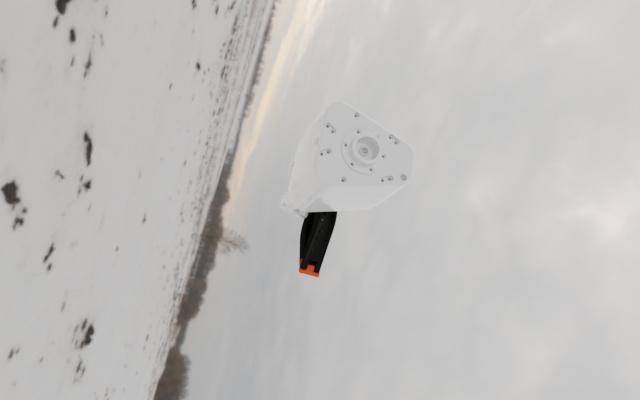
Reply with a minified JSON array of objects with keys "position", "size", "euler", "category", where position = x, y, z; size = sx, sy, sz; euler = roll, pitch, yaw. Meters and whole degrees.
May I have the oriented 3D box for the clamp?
[{"position":[0.001,0.003,0.663],"size":[0.036,0.210,0.164],"euler":[16,-17,-12],"category":"clamp"}]
